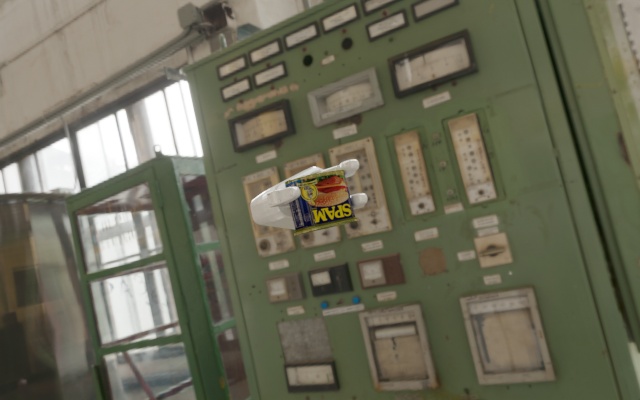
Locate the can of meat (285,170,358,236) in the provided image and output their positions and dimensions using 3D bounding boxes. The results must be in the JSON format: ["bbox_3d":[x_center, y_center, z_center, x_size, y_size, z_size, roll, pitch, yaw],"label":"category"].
[{"bbox_3d":[0.000,0.002,0.742,0.102,0.084,0.057,-11,-6,-31],"label":"can of meat"}]
